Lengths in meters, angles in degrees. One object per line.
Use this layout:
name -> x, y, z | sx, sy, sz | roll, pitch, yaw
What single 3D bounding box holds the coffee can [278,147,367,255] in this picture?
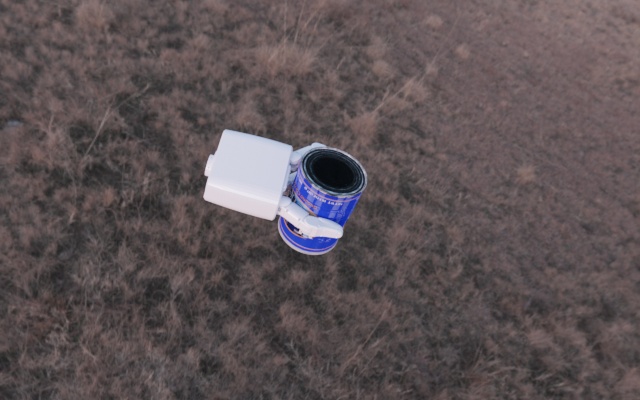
coffee can -> 0.000, 0.003, 0.739 | 0.103, 0.102, 0.140 | 0, -41, -23
